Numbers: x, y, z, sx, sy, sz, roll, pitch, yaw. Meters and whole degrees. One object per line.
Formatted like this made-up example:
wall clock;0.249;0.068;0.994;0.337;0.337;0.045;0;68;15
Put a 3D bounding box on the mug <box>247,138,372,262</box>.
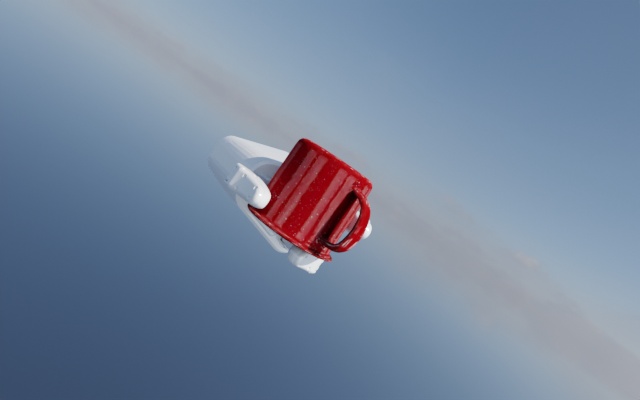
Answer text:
mug;0.001;0.002;0.429;0.093;0.081;0.117;32;3;-42
